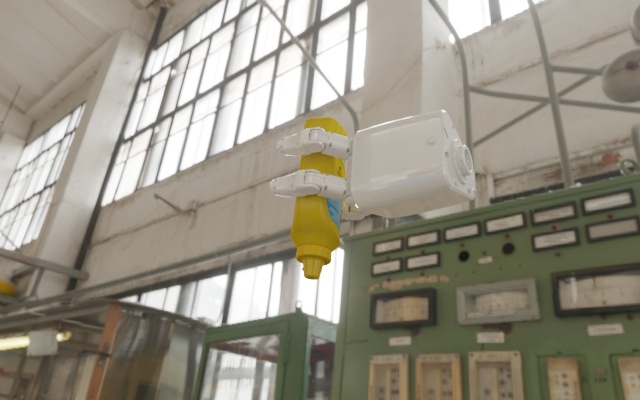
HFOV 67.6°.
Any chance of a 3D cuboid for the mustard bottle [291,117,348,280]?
[{"bbox_3d":[0.000,0.002,0.577,0.058,0.191,0.096,0,-27,12],"label":"mustard bottle"}]
